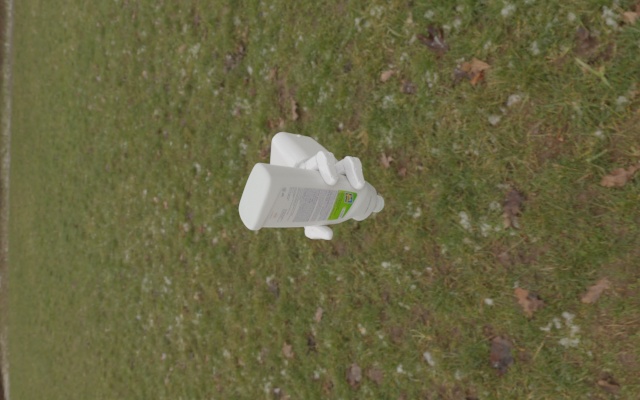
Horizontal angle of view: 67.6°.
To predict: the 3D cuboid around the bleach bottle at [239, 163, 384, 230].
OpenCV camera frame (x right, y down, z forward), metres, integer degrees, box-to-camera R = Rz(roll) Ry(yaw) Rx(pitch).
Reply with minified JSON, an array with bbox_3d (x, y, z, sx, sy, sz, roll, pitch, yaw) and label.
[{"bbox_3d":[0.000,0.003,0.784,0.251,0.103,0.068,6,29,-36],"label":"bleach bottle"}]
